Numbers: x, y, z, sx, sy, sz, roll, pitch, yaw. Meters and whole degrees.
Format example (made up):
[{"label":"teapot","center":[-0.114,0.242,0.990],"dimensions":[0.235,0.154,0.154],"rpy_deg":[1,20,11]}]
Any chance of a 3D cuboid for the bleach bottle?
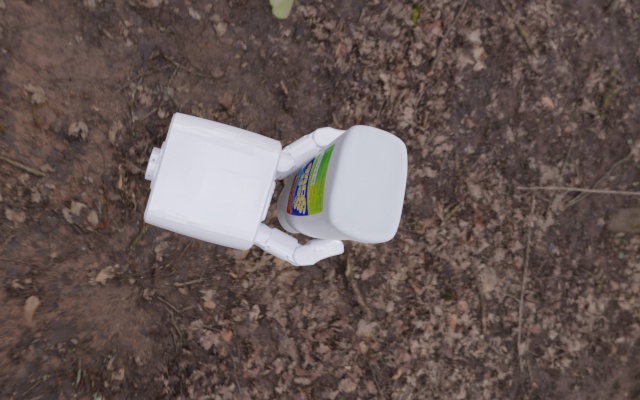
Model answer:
[{"label":"bleach bottle","center":[0.000,0.002,0.512],"dimensions":[0.068,0.102,0.251],"rpy_deg":[16,-14,-18]}]
